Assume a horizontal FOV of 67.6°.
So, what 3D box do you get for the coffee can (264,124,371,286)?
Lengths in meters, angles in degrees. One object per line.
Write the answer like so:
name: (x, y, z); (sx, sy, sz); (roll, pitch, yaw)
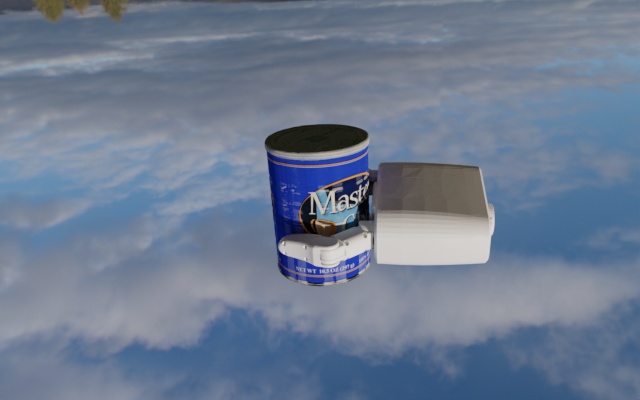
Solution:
coffee can: (0.000, 0.002, 0.495); (0.103, 0.140, 0.102); (-3, 23, 1)
